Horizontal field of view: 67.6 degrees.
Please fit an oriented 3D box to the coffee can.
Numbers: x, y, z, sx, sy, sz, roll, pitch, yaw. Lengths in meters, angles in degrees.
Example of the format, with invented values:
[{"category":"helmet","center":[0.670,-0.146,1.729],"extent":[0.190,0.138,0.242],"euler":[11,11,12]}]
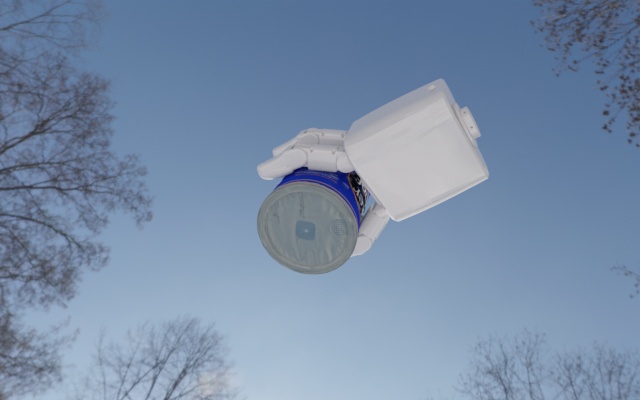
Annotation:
[{"category":"coffee can","center":[0.000,0.002,0.534],"extent":[0.103,0.103,0.140],"euler":[0,25,13]}]
